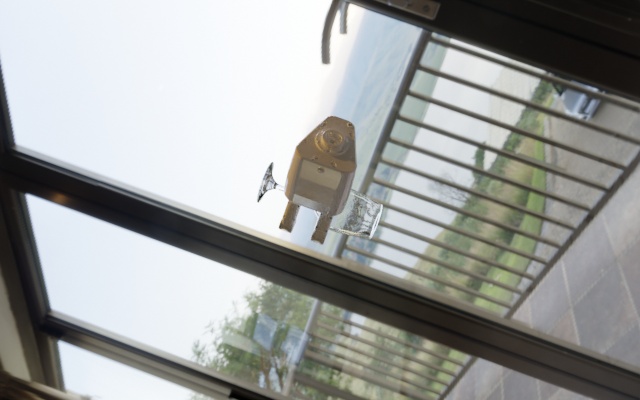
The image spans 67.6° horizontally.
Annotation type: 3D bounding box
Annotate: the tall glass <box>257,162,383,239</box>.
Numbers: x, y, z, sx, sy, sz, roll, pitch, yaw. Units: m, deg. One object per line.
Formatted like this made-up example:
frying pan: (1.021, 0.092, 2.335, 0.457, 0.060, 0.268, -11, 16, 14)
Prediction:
tall glass: (-0.001, 0.002, 0.801, 0.201, 0.079, 0.079, 20, 1, 2)
